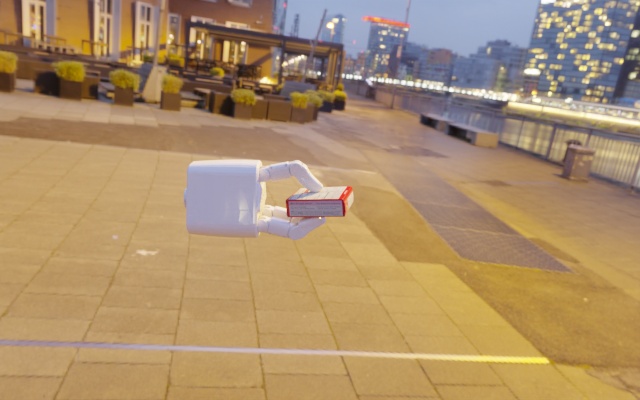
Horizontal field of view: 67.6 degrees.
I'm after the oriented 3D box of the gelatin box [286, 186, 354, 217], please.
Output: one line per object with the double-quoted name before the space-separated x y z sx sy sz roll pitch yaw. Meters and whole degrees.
"gelatin box" 0.000 0.002 0.720 0.089 0.030 0.073 -2 15 15
